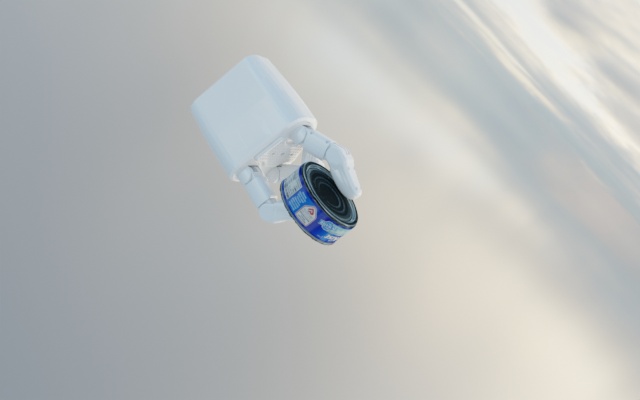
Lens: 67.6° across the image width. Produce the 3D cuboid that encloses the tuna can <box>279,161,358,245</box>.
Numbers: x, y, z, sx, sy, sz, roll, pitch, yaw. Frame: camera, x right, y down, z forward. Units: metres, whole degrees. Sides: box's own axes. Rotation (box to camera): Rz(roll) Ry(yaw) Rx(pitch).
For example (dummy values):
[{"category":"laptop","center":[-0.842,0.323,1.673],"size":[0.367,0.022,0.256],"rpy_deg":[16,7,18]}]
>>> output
[{"category":"tuna can","center":[0.001,0.001,0.496],"size":[0.034,0.086,0.086],"rpy_deg":[-39,-18,23]}]
